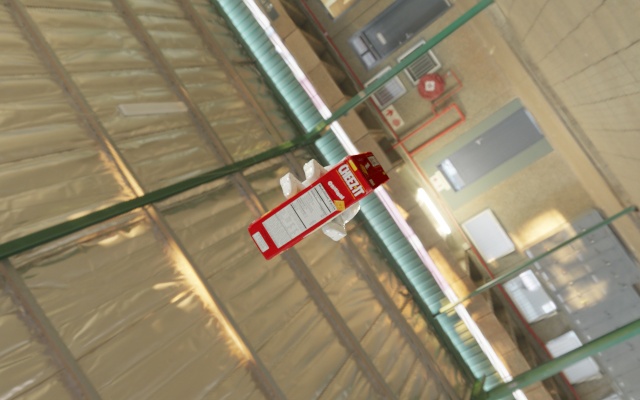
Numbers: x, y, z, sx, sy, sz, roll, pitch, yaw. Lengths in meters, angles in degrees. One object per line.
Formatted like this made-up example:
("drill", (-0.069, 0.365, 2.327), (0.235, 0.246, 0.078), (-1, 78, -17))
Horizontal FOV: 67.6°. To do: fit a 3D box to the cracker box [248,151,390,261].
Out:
("cracker box", (0.000, 0.003, 0.808), (0.214, 0.072, 0.164), (-35, -2, 18))
